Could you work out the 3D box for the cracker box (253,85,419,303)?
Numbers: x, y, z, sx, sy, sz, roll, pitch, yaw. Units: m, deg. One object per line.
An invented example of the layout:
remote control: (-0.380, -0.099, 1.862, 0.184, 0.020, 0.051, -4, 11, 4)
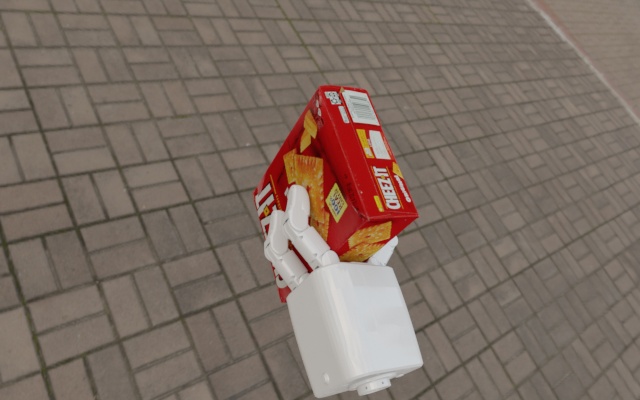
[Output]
cracker box: (0.000, 0.002, 0.546, 0.072, 0.164, 0.214, -1, -31, -31)
